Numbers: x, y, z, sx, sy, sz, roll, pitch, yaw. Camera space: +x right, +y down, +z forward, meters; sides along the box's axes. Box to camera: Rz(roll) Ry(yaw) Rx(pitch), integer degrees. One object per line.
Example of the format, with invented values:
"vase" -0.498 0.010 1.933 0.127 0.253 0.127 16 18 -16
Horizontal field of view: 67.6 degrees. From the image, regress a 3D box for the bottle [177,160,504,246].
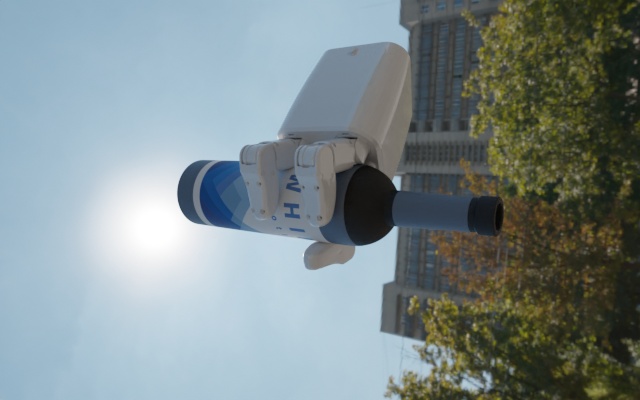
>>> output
"bottle" 0.000 0.001 0.406 0.295 0.069 0.069 5 3 34
